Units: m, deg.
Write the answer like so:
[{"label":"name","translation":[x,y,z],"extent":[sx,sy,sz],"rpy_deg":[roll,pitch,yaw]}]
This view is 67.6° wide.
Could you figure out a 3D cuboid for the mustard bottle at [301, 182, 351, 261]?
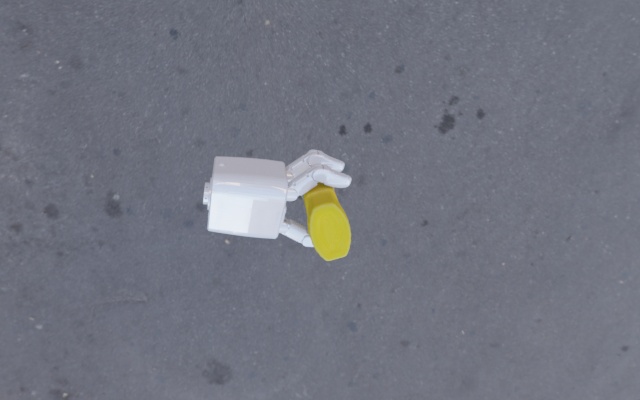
[{"label":"mustard bottle","translation":[0.000,0.003,0.738],"extent":[0.058,0.096,0.191],"rpy_deg":[-16,29,-1]}]
